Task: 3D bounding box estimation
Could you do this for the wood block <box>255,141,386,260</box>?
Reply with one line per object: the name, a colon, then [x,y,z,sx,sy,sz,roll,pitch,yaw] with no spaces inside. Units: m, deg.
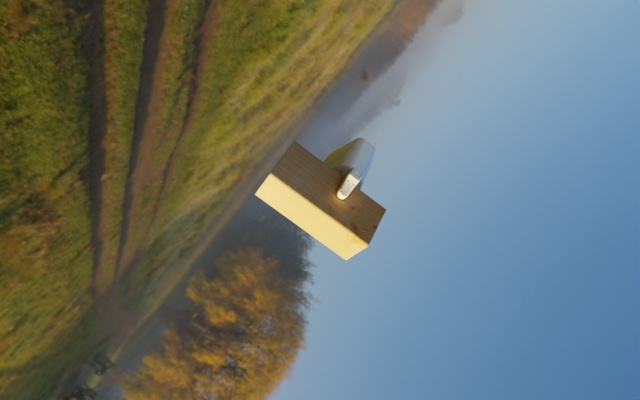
wood block: [0.001,0.002,0.855,0.206,0.090,0.091,36,-33,-6]
